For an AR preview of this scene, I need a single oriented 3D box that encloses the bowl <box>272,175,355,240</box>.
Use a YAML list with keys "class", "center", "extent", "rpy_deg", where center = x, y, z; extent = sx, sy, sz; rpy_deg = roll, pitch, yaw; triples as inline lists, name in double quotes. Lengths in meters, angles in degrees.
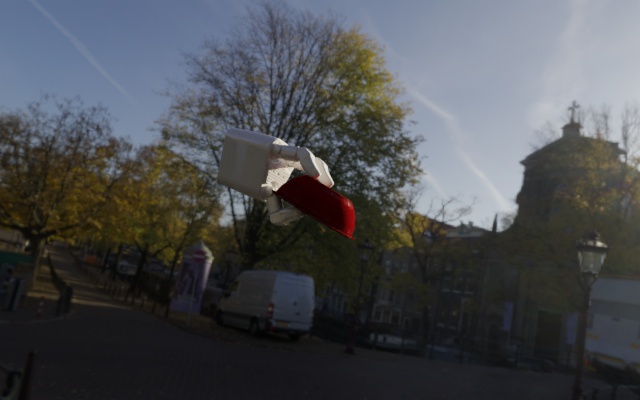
- class: "bowl"
  center: [0.001, 0.003, 0.803]
  extent: [0.162, 0.055, 0.162]
  rpy_deg: [31, 0, 0]
